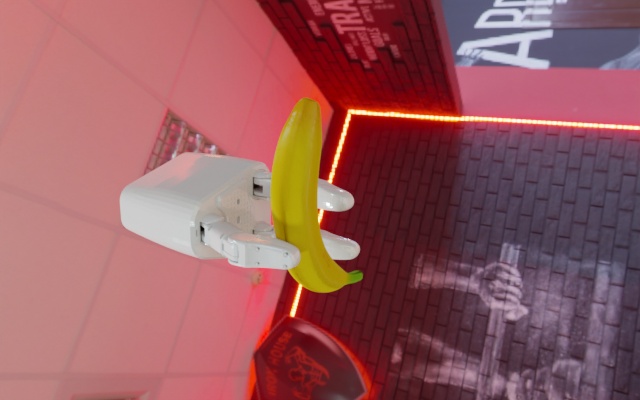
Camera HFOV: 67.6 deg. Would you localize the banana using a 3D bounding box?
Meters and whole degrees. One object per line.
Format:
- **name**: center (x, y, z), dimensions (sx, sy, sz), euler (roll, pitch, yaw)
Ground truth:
- **banana**: center (-0.010, 0.015, 0.400), dimensions (0.037, 0.198, 0.069), euler (17, 47, 35)
